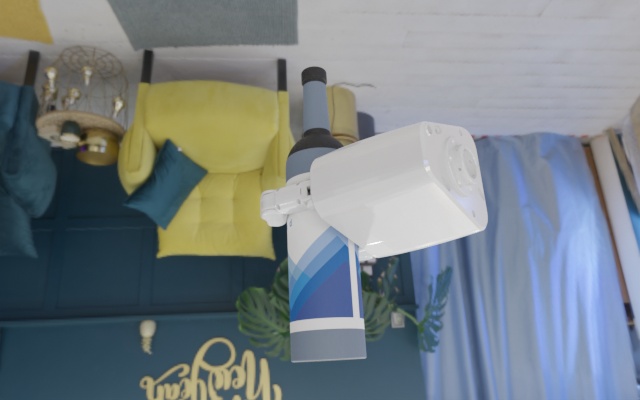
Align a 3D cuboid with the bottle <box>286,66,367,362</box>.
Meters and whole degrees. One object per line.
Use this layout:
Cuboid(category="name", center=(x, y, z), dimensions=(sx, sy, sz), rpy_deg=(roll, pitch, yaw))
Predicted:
Cuboid(category="bottle", center=(0.000, 0.002, 0.467), dimensions=(0.069, 0.295, 0.069), rpy_deg=(-3, -19, -1))
